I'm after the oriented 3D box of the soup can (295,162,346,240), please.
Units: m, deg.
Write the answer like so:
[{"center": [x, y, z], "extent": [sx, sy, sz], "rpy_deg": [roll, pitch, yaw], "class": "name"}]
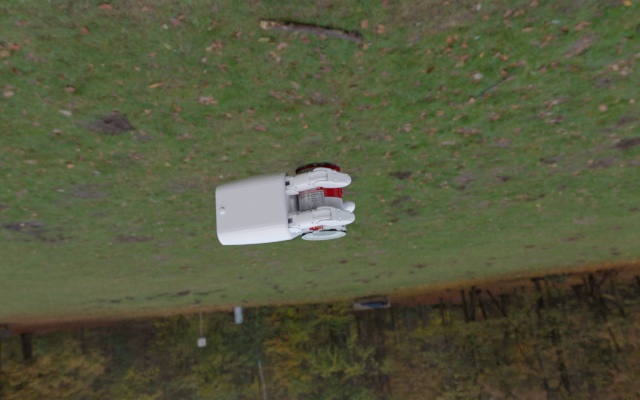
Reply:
[{"center": [0.001, 0.003, 0.701], "extent": [0.068, 0.102, 0.068], "rpy_deg": [-5, -14, -1], "class": "soup can"}]
